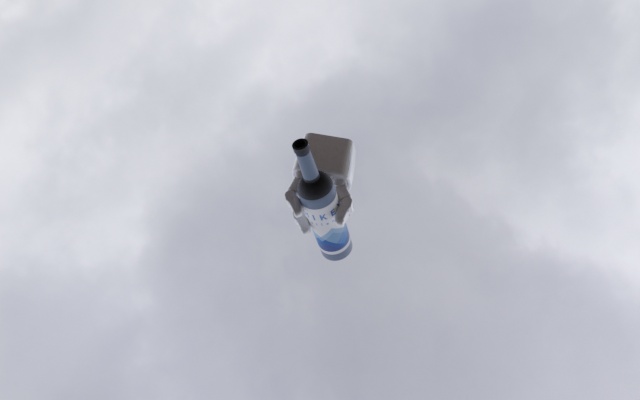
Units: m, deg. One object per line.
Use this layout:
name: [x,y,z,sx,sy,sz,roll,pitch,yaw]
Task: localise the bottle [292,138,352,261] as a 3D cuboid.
bottle: [0.000,0.003,0.878,0.069,0.069,0.296,0,-40,17]
